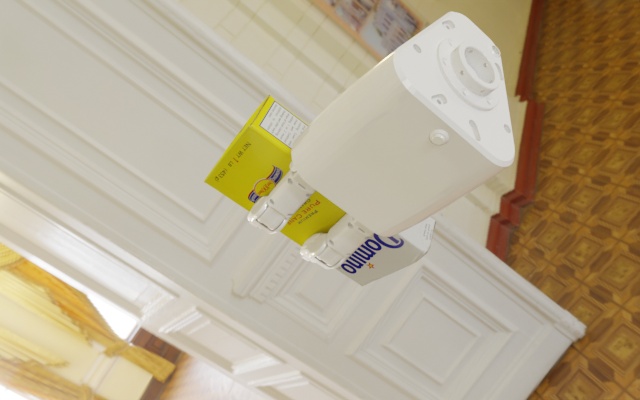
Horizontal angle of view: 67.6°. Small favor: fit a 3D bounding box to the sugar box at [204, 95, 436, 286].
[{"bbox_3d":[0.000,0.002,0.402,0.176,0.048,0.093,37,-40,-14],"label":"sugar box"}]
